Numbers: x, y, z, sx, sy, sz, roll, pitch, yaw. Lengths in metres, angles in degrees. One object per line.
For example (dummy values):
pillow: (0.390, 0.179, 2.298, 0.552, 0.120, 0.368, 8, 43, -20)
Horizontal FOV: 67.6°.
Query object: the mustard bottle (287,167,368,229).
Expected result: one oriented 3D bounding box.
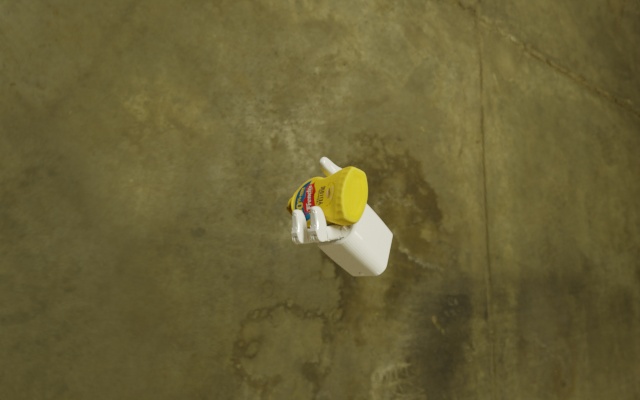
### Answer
mustard bottle: (0.000, 0.003, 0.860, 0.058, 0.096, 0.191, 19, -19, -35)
